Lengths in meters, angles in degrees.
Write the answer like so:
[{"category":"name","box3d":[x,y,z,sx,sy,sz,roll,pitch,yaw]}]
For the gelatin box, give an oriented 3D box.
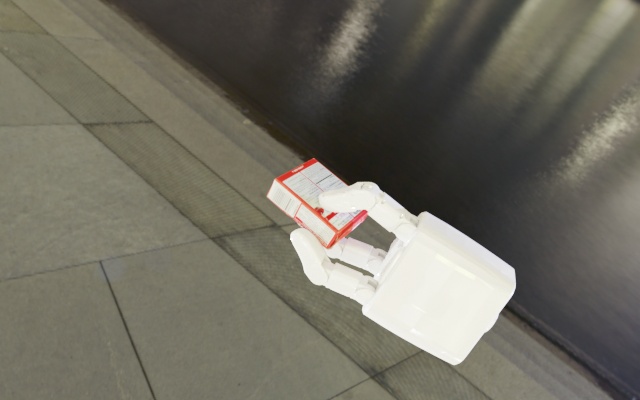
[{"category":"gelatin box","box3d":[0.000,0.001,0.505,0.089,0.030,0.073,40,38,12]}]
